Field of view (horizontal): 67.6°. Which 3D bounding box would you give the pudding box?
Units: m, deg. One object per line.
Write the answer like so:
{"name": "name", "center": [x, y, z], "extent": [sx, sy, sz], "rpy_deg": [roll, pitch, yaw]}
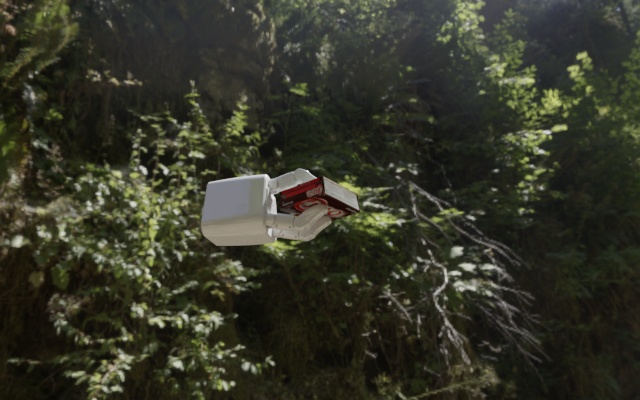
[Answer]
{"name": "pudding box", "center": [0.000, 0.002, 0.803], "extent": [0.090, 0.039, 0.113], "rpy_deg": [-18, -23, 31]}
